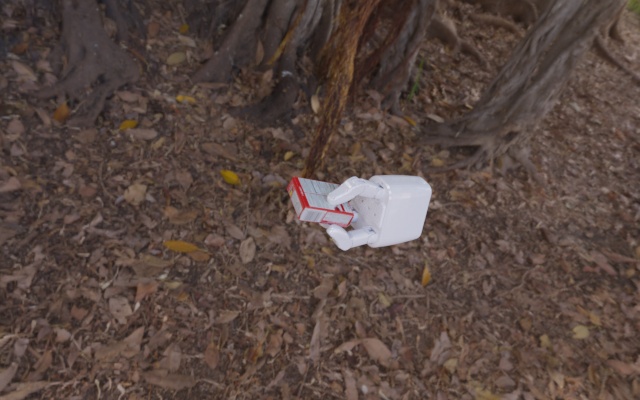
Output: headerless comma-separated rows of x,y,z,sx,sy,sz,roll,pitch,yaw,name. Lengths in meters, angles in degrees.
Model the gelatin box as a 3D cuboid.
0.000,0.002,0.735,0.089,0.030,0.073,9,37,-29,gelatin box
